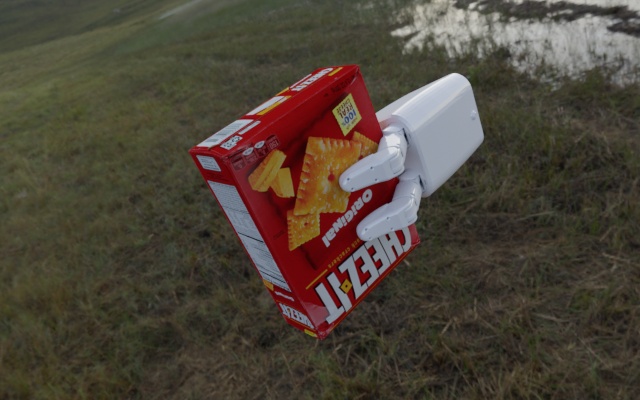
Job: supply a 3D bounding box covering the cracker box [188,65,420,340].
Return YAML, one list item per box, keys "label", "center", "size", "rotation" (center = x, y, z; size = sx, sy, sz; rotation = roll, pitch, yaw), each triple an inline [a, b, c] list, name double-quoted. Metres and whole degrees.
- label: "cracker box"
  center: [0.000, 0.001, 0.469]
  size: [0.164, 0.214, 0.072]
  rotation: [-39, 29, -26]
